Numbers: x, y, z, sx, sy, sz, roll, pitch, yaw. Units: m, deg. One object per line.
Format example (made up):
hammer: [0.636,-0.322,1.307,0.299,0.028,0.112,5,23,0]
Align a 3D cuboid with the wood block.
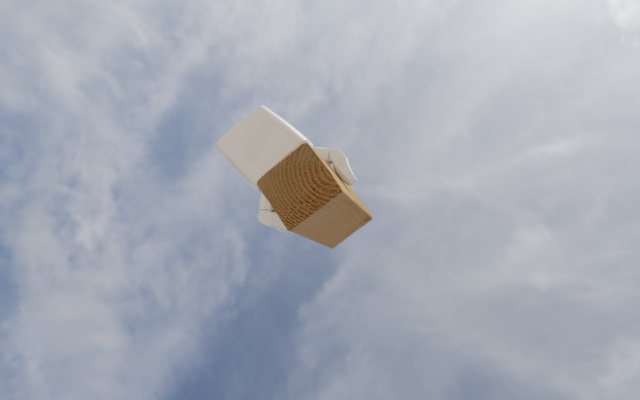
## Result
wood block: [0.000,0.002,0.721,0.091,0.090,0.206,-38,-20,7]
